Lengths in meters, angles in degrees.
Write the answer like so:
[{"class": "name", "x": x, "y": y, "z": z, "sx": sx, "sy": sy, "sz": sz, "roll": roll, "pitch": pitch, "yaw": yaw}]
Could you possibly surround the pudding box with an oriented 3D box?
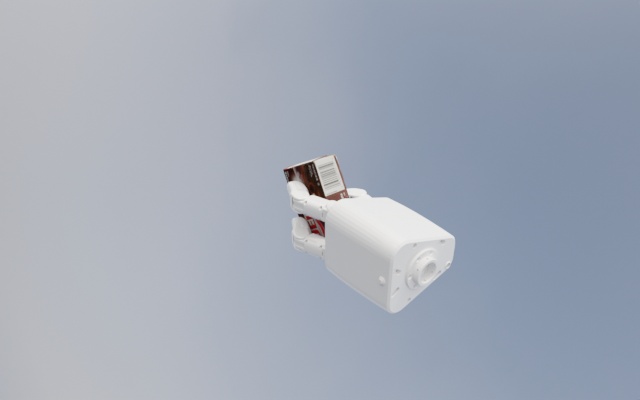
[{"class": "pudding box", "x": 0.000, "y": 0.002, "z": 0.626, "sx": 0.039, "sy": 0.113, "sz": 0.090, "roll": -19, "pitch": 5, "yaw": -30}]
